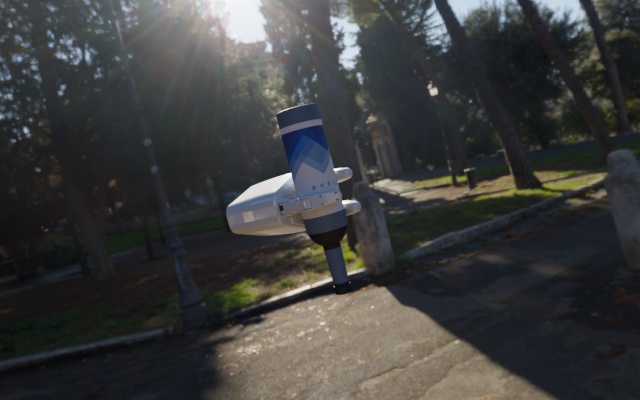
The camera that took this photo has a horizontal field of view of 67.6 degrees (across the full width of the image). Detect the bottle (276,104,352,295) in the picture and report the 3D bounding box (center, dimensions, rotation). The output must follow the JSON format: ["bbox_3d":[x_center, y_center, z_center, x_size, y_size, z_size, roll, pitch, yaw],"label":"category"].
[{"bbox_3d":[0.000,0.002,0.743,0.069,0.296,0.069,-14,4,1],"label":"bottle"}]
